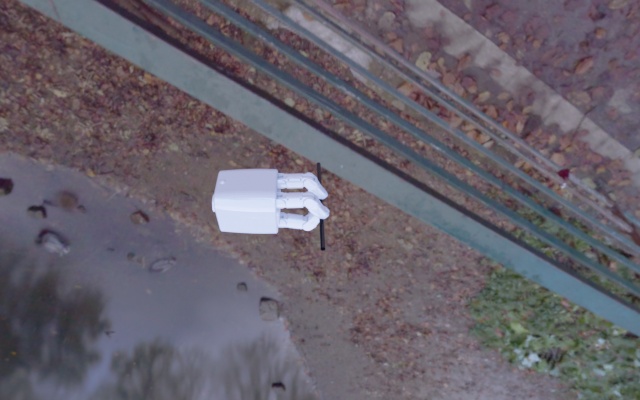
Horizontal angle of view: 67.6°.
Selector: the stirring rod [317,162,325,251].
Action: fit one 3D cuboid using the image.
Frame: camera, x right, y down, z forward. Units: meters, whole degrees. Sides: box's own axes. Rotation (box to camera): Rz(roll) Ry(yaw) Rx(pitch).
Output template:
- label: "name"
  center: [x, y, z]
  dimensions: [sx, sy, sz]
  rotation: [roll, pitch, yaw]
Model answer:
- label: "stirring rod"
  center: [0.000, 0.003, 0.879]
  dimensions: [0.011, 0.011, 0.239]
  rotation: [0, 40, -3]
